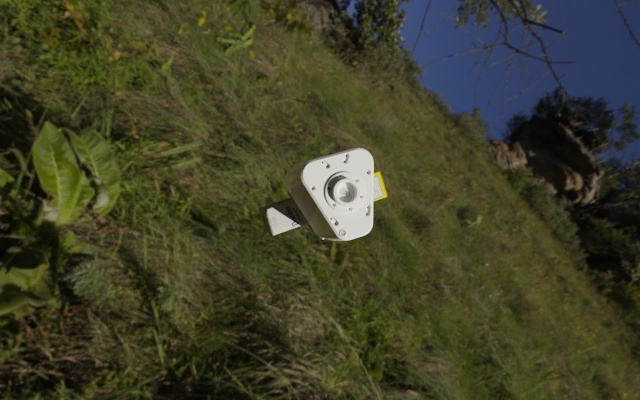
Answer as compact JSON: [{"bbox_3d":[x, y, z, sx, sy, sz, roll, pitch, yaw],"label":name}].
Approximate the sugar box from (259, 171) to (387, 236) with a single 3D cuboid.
[{"bbox_3d":[0.000,0.002,0.712,0.176,0.048,0.093,-16,4,-12],"label":"sugar box"}]
